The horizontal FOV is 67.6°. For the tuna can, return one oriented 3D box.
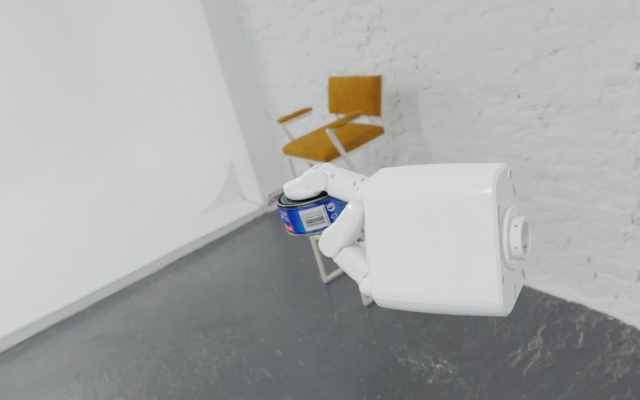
[{"bbox_3d":[0.000,0.001,0.481,0.086,0.034,0.086,-18,18,6],"label":"tuna can"}]
